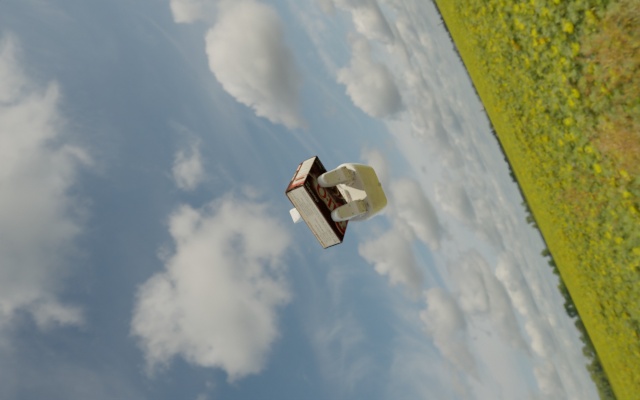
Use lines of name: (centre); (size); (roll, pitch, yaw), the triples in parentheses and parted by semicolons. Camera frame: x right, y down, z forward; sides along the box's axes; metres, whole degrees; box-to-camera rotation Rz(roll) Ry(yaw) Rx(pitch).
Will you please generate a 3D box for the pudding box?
pudding box: (0.000, 0.002, 0.720); (0.039, 0.113, 0.090); (-25, 23, 26)
